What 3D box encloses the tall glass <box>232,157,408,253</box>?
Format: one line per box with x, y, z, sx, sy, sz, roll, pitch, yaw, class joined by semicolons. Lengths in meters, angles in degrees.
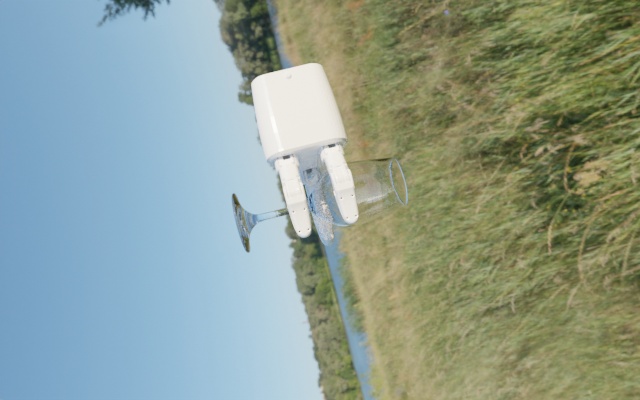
-0.001;0.002;0.577;0.201;0.079;0.079;-14;1;-3;tall glass
